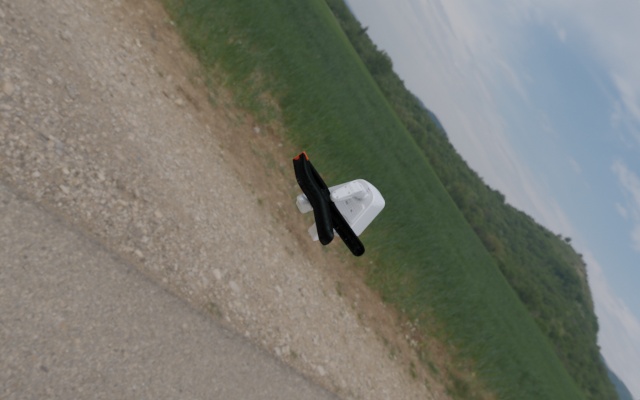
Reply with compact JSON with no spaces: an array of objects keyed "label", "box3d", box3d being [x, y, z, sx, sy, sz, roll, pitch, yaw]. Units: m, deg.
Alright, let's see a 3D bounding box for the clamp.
[{"label":"clamp","box3d":[0.001,0.002,0.830,0.036,0.210,0.164,-33,-17,13]}]
